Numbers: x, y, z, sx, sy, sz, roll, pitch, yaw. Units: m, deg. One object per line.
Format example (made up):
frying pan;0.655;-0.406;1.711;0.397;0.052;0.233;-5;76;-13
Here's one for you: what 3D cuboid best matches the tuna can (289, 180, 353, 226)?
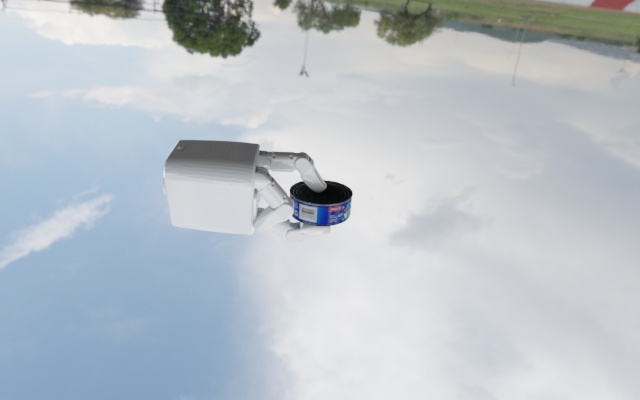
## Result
tuna can;0.000;0.003;0.650;0.086;0.034;0.086;3;24;-1
